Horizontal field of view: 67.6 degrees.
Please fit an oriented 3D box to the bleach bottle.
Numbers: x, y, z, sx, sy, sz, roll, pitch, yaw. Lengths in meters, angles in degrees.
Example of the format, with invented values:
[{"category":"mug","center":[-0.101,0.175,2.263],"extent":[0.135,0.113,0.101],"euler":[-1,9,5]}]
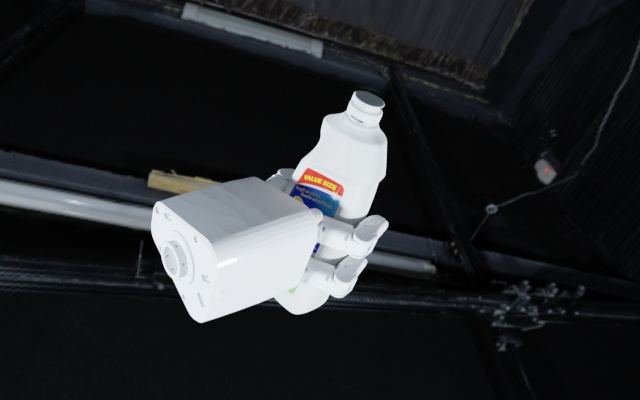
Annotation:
[{"category":"bleach bottle","center":[0.000,0.002,0.493],"extent":[0.068,0.251,0.102],"euler":[-17,50,-41]}]
